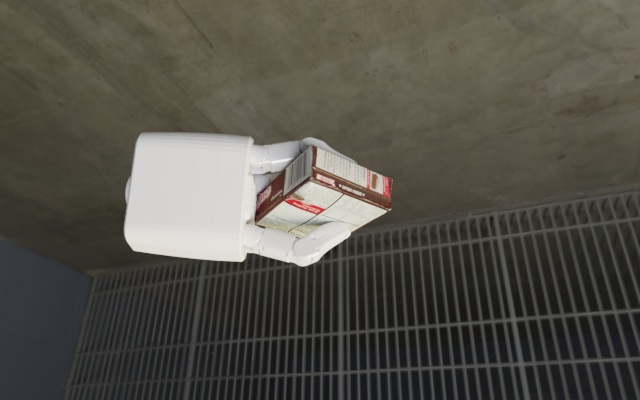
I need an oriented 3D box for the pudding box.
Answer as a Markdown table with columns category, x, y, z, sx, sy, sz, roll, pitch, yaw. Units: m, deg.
| category | x | y | z | sx | sy | sz | roll | pitch | yaw |
| --- | --- | --- | --- | --- | --- | --- | --- | --- | --- |
| pudding box | 0.000 | 0.002 | 0.460 | 0.090 | 0.039 | 0.113 | 20 | -31 | -26 |
